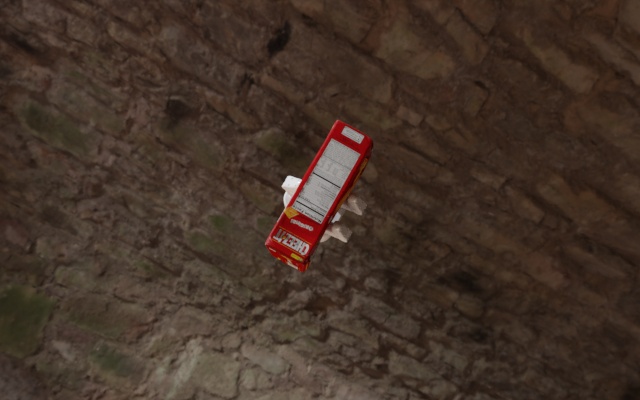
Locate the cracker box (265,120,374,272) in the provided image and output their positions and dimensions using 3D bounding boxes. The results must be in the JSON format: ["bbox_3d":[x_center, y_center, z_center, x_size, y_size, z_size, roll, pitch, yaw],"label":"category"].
[{"bbox_3d":[0.000,0.002,0.753,0.072,0.213,0.164,29,-11,4],"label":"cracker box"}]
